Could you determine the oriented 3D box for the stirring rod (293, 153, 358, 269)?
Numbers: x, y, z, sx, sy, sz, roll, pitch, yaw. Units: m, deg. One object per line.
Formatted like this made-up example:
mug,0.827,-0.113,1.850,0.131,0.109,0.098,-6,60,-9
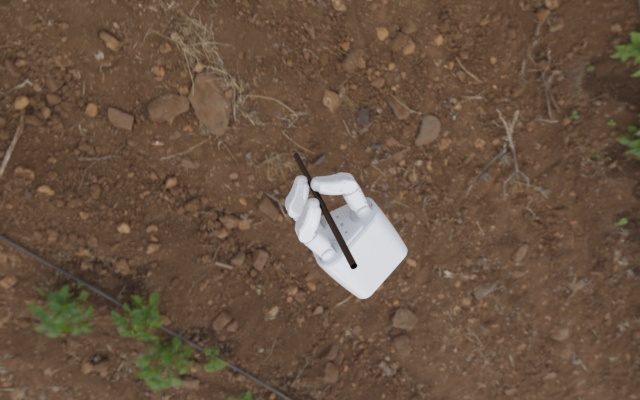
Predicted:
stirring rod,0.000,0.002,0.593,0.011,0.011,0.239,0,34,-21
